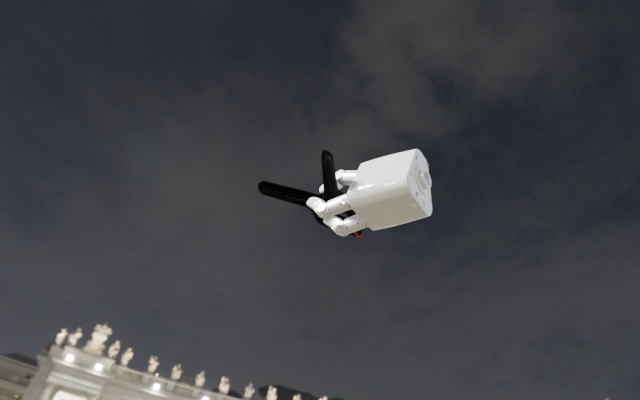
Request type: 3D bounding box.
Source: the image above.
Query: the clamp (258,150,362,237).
[{"bbox_3d":[0.001,0.002,0.862,0.164,0.036,0.210,-16,-45,31],"label":"clamp"}]
